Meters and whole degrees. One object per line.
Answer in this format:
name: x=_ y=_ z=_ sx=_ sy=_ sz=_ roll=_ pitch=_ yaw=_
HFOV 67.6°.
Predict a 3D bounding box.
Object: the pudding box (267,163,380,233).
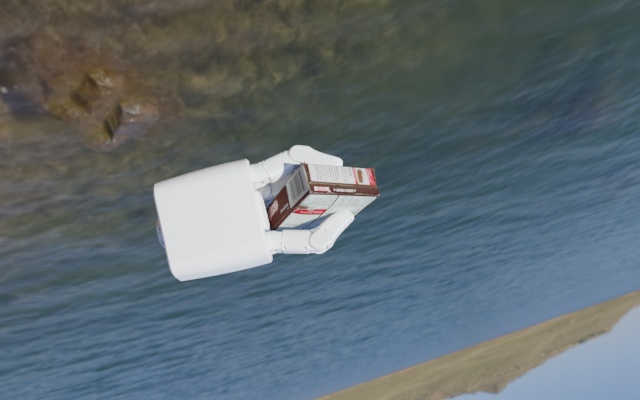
pudding box: x=0.000 y=0.002 z=0.548 sx=0.090 sy=0.039 sz=0.113 roll=1 pitch=-25 yaw=-28
